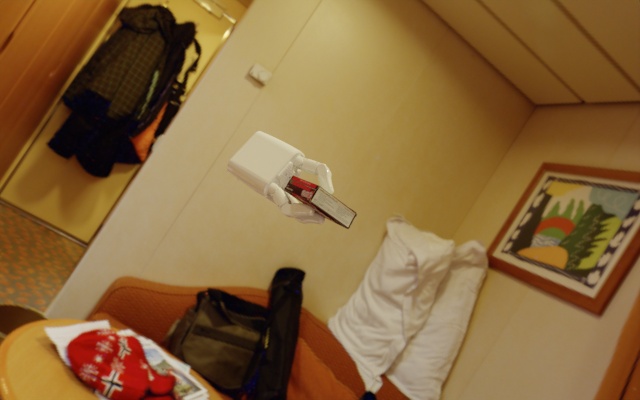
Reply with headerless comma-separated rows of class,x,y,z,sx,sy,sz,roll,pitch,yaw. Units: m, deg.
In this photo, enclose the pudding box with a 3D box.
pudding box,0.000,0.003,0.877,0.113,0.039,0.090,33,-4,-37
